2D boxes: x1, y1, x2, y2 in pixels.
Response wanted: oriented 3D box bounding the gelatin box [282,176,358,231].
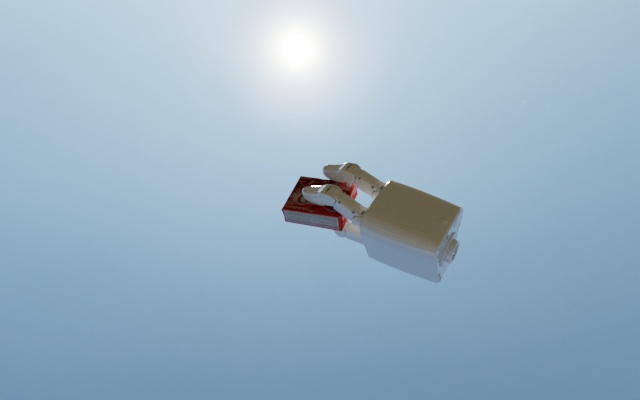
[{"bbox_3d":[0.000,0.003,0.679,0.089,0.030,0.073,8,46,20],"label":"gelatin box"}]
